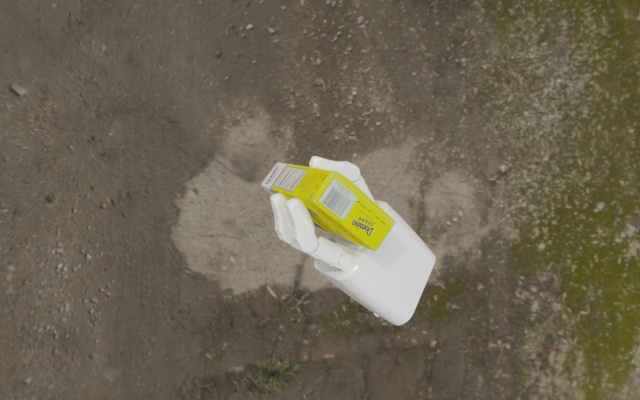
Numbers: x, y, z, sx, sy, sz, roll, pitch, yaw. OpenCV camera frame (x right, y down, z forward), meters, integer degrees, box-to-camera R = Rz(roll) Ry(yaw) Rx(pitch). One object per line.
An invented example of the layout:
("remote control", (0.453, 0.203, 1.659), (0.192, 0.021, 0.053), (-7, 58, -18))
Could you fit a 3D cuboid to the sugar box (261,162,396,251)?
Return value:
("sugar box", (0.000, 0.002, 0.555), (0.093, 0.048, 0.176), (40, -12, -22))
